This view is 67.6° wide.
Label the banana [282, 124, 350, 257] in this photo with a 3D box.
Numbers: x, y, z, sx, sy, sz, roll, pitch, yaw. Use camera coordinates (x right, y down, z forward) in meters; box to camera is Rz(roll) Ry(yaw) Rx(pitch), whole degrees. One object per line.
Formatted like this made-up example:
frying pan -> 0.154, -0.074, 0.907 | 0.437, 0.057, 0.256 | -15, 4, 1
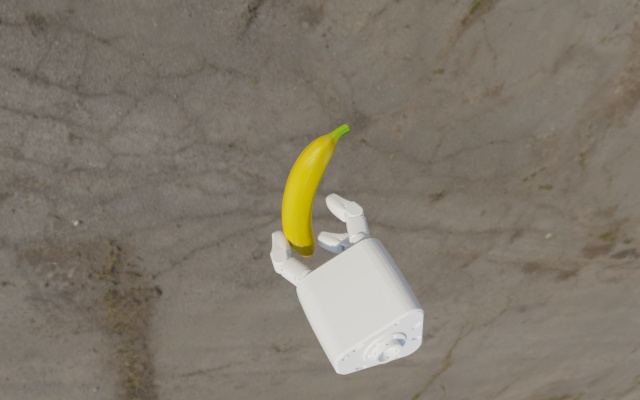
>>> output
banana -> -0.015, 0.000, 0.585 | 0.069, 0.198, 0.037 | -3, 38, -30
